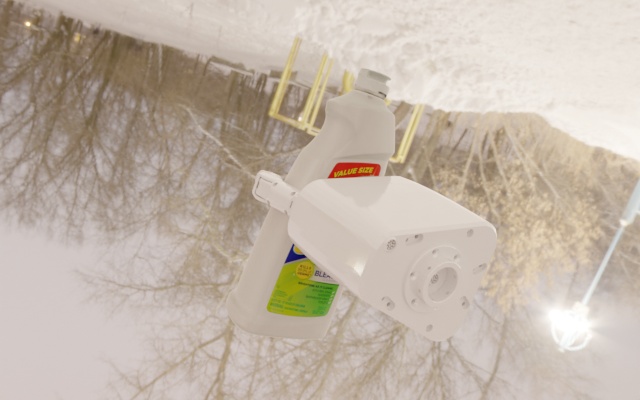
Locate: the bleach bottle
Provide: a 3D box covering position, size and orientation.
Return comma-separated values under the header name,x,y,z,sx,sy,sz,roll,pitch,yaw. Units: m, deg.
name,x,y,z,sx,sy,sz,roll,pitch,yaw
bleach bottle,0.000,0.001,0.441,0.102,0.251,0.068,15,11,-30
